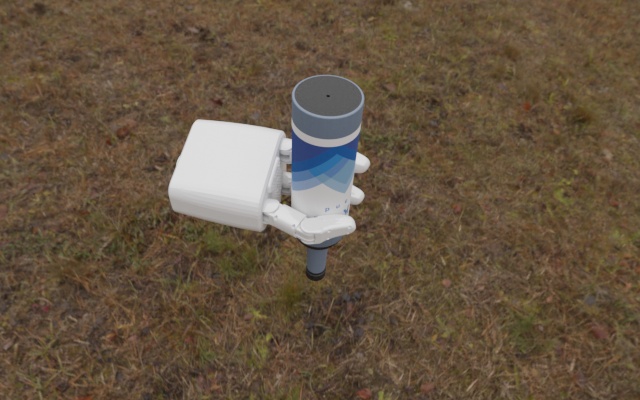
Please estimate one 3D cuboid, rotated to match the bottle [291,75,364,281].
[{"bbox_3d":[0.000,0.002,0.545,0.069,0.069,0.296,0,-42,-4],"label":"bottle"}]
